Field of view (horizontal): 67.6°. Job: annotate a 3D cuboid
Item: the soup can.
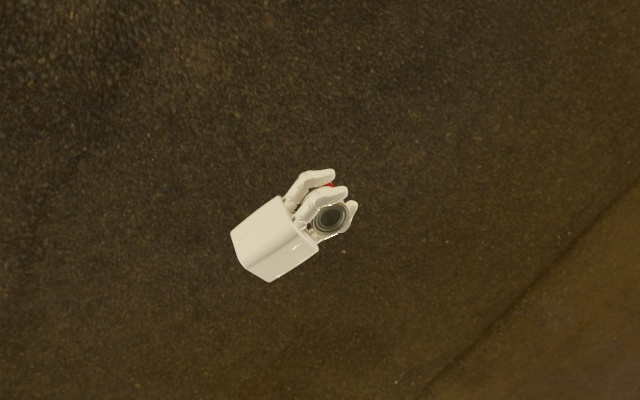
[{"bbox_3d":[0.001,0.003,0.815,0.068,0.068,0.102,0,34,-23],"label":"soup can"}]
